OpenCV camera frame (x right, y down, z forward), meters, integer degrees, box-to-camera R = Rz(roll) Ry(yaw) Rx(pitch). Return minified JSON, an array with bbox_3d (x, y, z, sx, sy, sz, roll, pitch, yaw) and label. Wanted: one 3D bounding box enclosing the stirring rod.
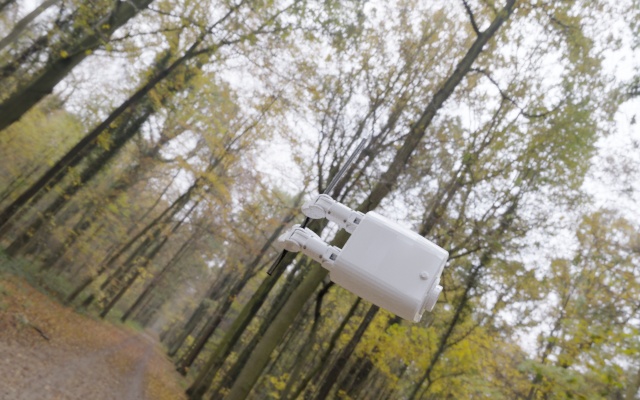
[{"bbox_3d":[0.000,0.002,0.643,0.011,0.239,0.011,29,-24,14],"label":"stirring rod"}]
